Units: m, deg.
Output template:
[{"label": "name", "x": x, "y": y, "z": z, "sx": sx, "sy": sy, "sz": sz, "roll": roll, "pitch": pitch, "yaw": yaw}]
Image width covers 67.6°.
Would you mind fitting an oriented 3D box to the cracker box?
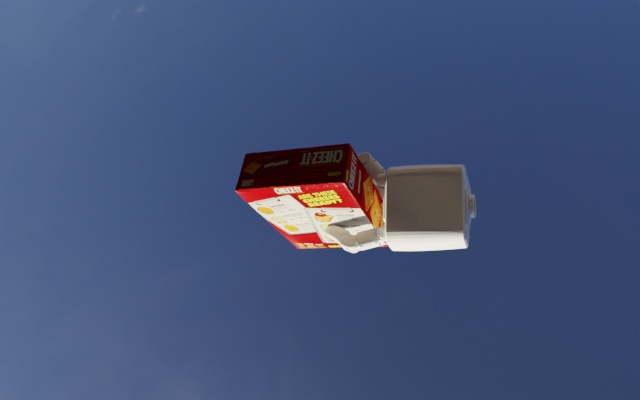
[{"label": "cracker box", "x": 0.000, "y": 0.003, "z": 0.722, "sx": 0.164, "sy": 0.072, "sz": 0.214, "roll": -4, "pitch": -29, "yaw": 23}]
